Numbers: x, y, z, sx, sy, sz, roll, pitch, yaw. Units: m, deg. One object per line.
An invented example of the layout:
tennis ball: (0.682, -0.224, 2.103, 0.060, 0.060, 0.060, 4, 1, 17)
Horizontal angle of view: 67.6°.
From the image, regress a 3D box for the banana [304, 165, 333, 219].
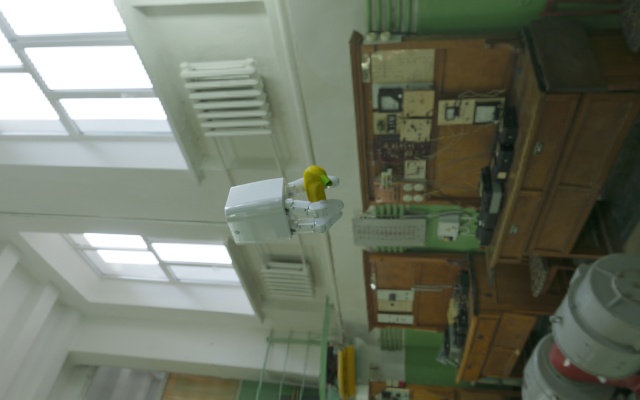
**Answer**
banana: (-0.006, -0.015, 0.874, 0.037, 0.069, 0.198, -18, -21, -6)
